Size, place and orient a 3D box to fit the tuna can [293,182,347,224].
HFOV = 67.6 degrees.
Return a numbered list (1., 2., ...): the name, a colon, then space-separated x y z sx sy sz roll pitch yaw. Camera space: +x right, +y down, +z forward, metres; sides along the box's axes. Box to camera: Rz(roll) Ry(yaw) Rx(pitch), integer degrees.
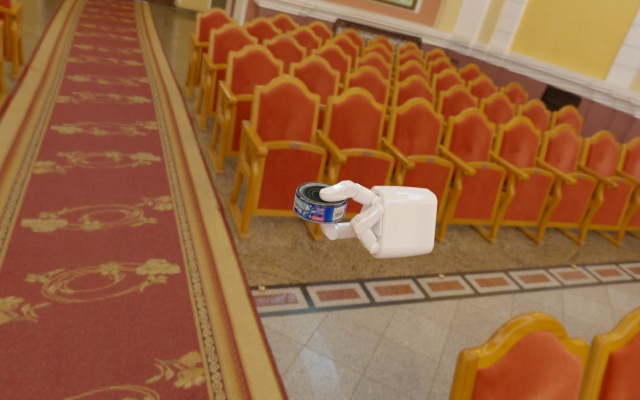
1. tuna can: 0.000 0.002 0.773 0.086 0.034 0.086 7 27 -4
